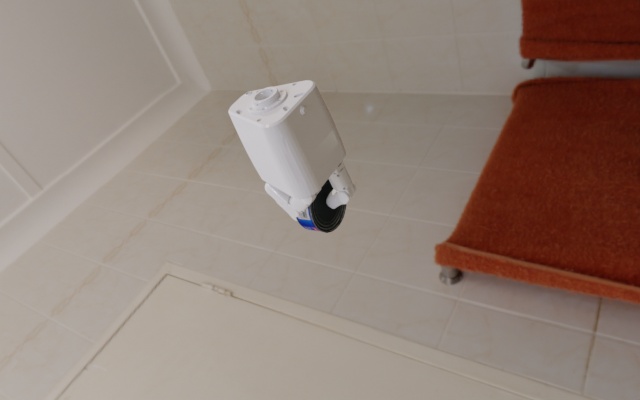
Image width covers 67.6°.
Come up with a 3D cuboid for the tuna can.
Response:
[{"bbox_3d":[0.000,0.002,0.688,0.034,0.086,0.086,5,3,37],"label":"tuna can"}]
